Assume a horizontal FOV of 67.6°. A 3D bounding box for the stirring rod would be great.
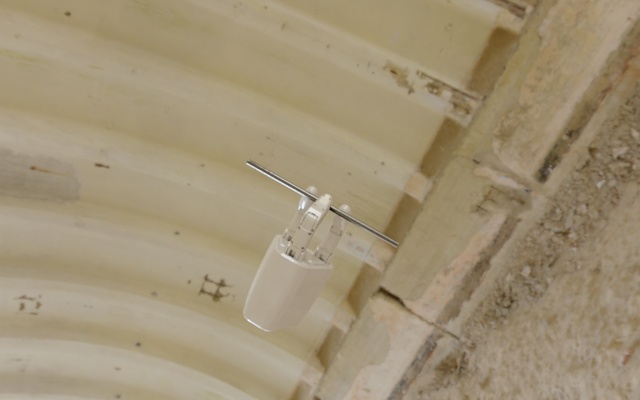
[{"bbox_3d":[0.000,0.002,0.661,0.239,0.011,0.011,29,5,10],"label":"stirring rod"}]
